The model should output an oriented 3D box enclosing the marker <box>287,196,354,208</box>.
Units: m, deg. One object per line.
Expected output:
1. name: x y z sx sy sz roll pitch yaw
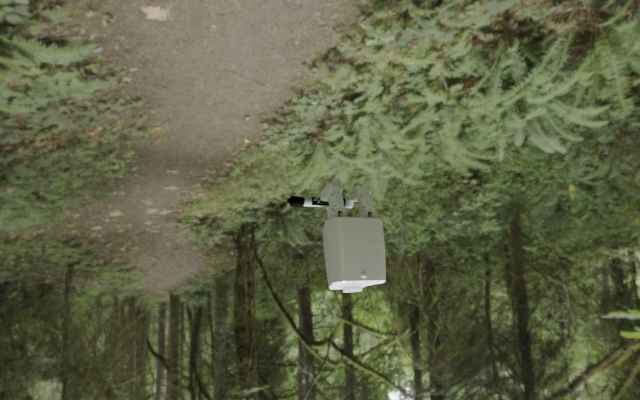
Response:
1. marker: 0.000 0.003 0.853 0.121 0.020 0.020 2 -1 -19
